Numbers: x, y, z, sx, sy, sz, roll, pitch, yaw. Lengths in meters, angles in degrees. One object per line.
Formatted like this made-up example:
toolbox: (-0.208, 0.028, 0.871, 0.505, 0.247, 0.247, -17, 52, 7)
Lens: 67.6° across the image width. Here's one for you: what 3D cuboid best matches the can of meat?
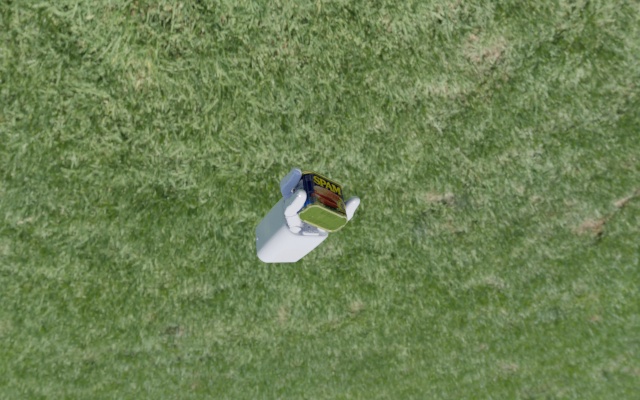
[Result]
can of meat: (0.000, 0.003, 0.891, 0.102, 0.083, 0.057, 25, -50, -34)
